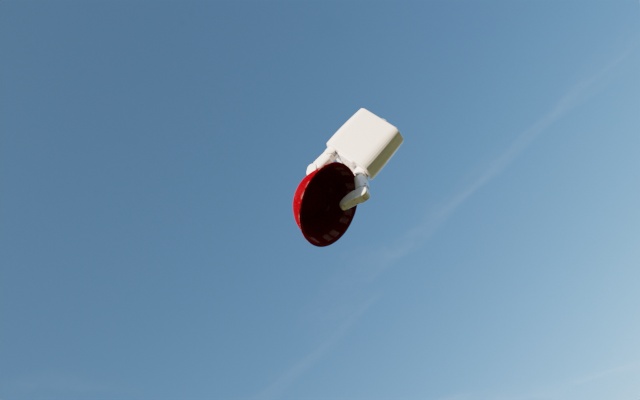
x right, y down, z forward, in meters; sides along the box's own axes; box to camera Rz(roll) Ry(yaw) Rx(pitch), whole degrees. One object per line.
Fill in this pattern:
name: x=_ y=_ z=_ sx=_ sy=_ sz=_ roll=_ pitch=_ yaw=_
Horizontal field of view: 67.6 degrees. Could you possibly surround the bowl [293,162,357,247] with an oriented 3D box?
bowl: x=-0.001 y=0.004 z=0.896 sx=0.055 sy=0.162 sz=0.162 roll=17 pitch=11 yaw=40
